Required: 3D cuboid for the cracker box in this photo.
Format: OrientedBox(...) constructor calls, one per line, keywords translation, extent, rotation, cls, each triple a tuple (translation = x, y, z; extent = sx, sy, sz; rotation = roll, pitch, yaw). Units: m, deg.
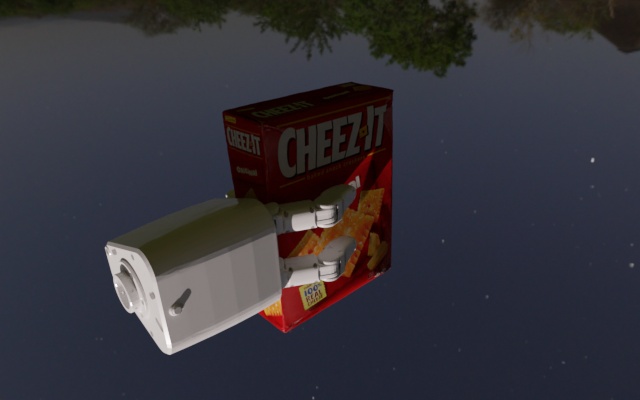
OrientedBox(translation=(0.000, 0.002, 0.489), extent=(0.164, 0.214, 0.072), rotation=(-23, 31, -36), cls="cracker box")
